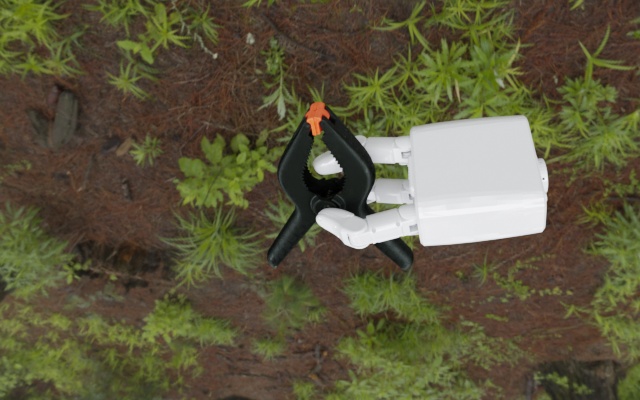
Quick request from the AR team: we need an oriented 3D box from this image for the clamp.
[{"bbox_3d":[0.000,0.002,0.483,0.164,0.210,0.036,-7,40,14],"label":"clamp"}]
